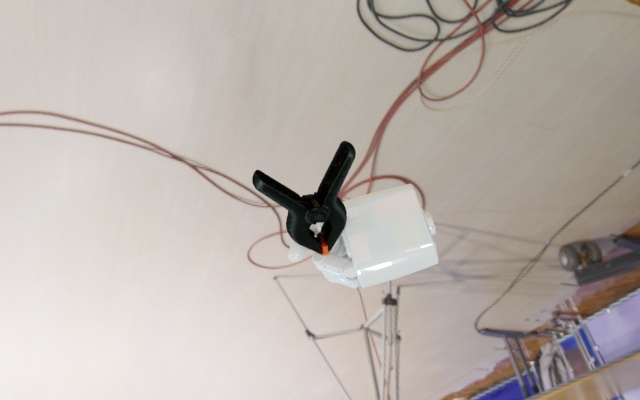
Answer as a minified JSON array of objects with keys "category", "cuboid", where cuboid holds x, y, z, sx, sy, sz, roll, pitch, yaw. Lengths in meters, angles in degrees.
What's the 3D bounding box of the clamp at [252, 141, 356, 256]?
[{"category":"clamp","cuboid":[0.000,0.002,0.583,0.120,0.039,0.172,-21,-40,3]}]
